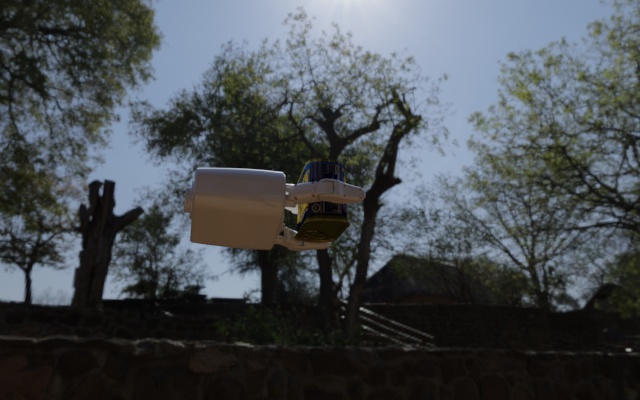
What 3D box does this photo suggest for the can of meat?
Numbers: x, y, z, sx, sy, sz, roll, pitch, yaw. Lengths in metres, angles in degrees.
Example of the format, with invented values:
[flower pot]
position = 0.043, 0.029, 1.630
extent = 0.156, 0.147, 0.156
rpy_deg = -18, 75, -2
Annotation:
[can of meat]
position = 0.000, 0.002, 0.626
extent = 0.057, 0.084, 0.102
rpy_deg = 3, -20, -12
